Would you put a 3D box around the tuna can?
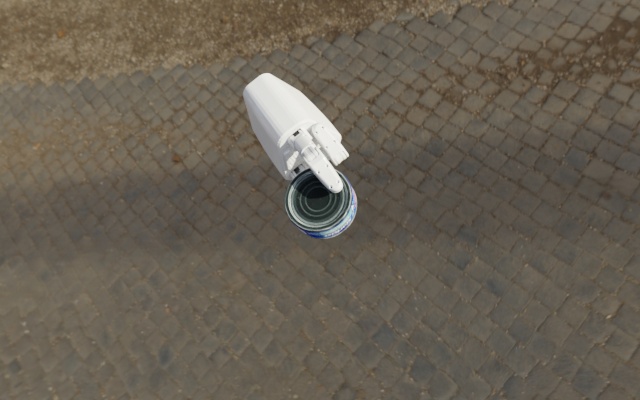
[{"bbox_3d":[0.000,0.002,0.584,0.086,0.086,0.034,0,-18,14],"label":"tuna can"}]
